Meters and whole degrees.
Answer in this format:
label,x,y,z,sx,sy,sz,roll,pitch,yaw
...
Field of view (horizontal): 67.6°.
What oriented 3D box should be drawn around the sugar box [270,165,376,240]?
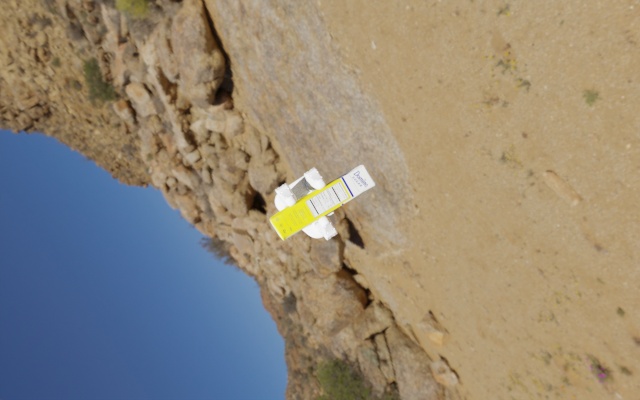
label,x,y,z,sx,sy,sz,roll,pitch,yaw
sugar box,0.000,0.002,0.802,0.176,0.048,0.093,-33,3,-6
